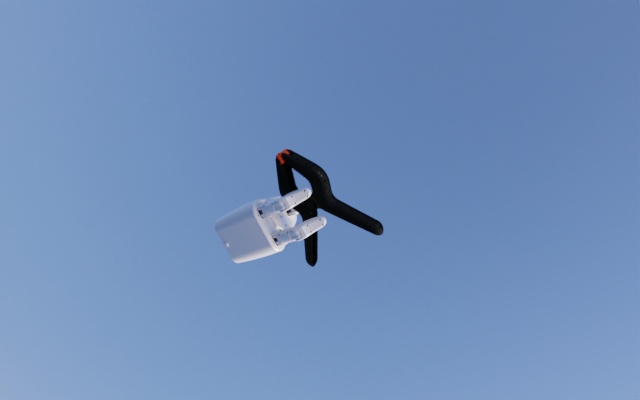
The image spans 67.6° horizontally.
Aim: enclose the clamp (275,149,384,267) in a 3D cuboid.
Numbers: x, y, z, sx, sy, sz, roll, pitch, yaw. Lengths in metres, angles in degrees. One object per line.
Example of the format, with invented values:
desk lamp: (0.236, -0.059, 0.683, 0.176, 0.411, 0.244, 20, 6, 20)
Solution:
clamp: (0.000, 0.002, 0.804, 0.164, 0.210, 0.036, -22, 12, 30)
